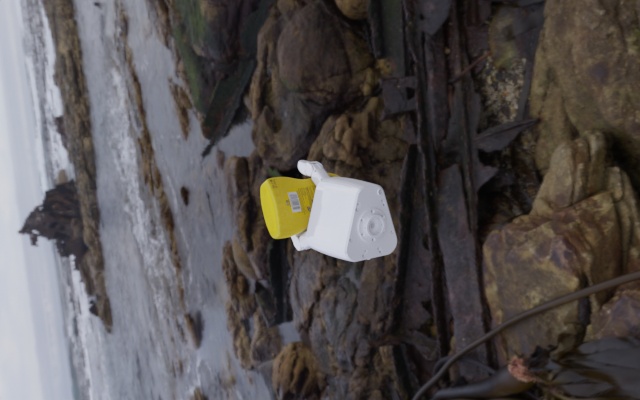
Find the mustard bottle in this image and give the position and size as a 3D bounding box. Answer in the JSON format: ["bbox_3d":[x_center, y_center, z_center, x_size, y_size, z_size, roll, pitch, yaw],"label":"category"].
[{"bbox_3d":[0.000,0.003,0.800,0.191,0.096,0.058,-8,-14,-29],"label":"mustard bottle"}]
